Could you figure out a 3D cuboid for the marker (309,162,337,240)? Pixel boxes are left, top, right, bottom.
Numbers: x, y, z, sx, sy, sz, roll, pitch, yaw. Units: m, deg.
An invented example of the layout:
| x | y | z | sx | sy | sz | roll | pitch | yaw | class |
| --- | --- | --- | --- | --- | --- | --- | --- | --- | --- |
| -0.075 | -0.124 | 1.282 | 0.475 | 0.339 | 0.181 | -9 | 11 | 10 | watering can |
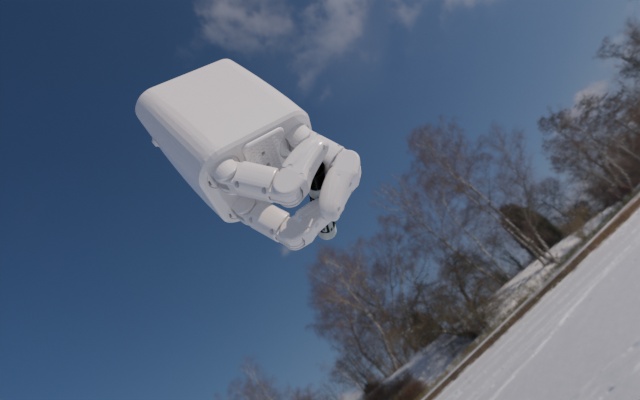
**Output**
| x | y | z | sx | sy | sz | roll | pitch | yaw | class |
| --- | --- | --- | --- | --- | --- | --- | --- | --- | --- |
| 0.000 | 0.001 | 0.429 | 0.020 | 0.020 | 0.121 | 0 | -30 | 7 | marker |
